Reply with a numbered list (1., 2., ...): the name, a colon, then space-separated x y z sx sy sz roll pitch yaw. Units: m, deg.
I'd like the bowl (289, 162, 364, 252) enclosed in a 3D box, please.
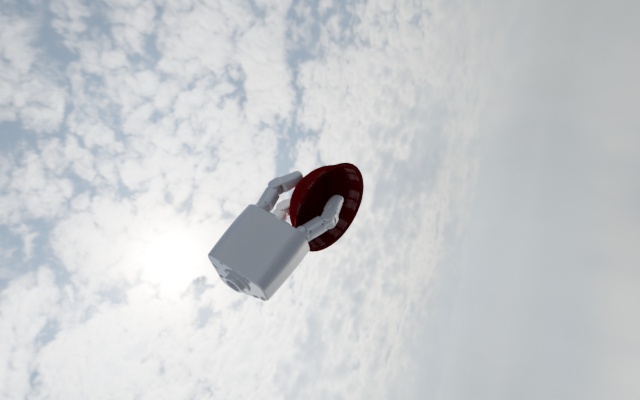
1. bowl: 0.001 0.002 0.796 0.055 0.162 0.162 31 19 35
